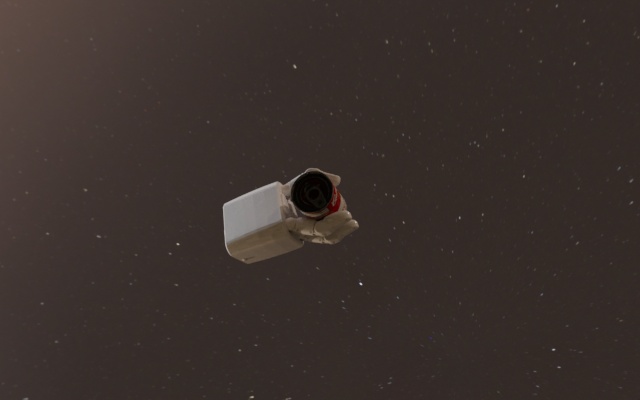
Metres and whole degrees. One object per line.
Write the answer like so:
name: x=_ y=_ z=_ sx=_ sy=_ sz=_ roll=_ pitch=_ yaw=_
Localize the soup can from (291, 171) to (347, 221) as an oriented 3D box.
soup can: x=0.001 y=0.002 z=0.769 sx=0.068 sy=0.068 sz=0.102 roll=0 pitch=-18 yaw=16
